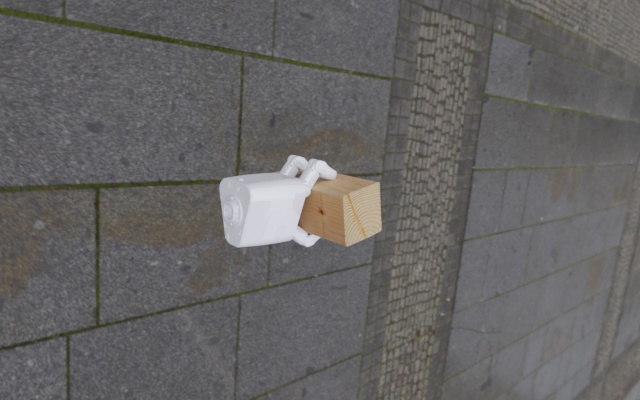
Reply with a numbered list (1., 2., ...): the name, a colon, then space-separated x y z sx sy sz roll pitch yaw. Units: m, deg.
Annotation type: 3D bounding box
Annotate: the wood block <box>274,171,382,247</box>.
1. wood block: 0.000 0.003 0.849 0.090 0.091 0.206 -20 25 -38
